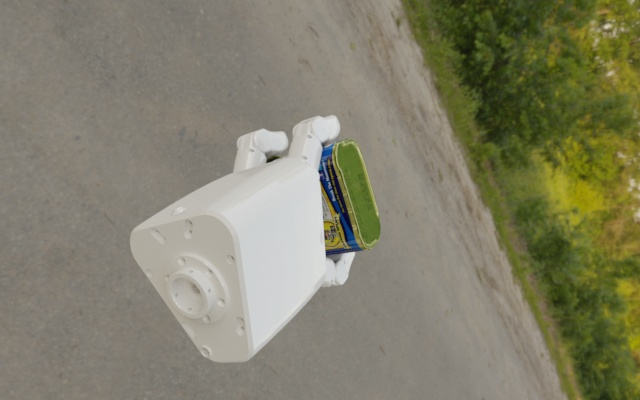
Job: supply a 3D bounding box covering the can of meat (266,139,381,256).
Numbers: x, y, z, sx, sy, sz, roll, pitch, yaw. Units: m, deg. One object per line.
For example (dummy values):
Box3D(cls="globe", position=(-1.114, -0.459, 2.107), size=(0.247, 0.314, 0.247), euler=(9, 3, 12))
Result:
Box3D(cls="can of meat", position=(0.000, 0.001, 0.430), size=(0.084, 0.102, 0.057), euler=(-12, 11, 30))
